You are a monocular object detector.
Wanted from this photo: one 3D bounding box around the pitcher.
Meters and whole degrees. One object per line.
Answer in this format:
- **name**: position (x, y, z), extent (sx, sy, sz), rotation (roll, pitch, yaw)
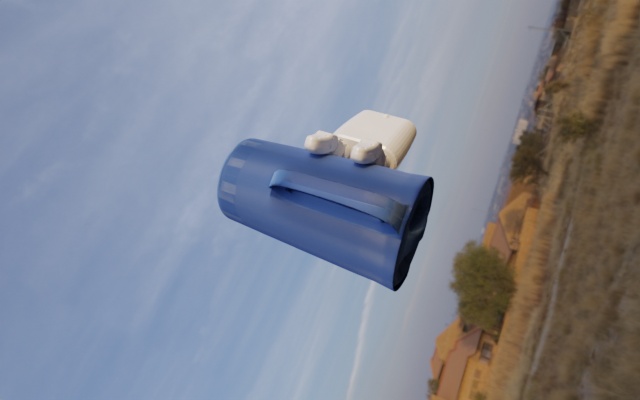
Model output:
- **pitcher**: position (0.000, 0.002, 0.560), extent (0.243, 0.149, 0.145), rotation (18, 37, 20)
